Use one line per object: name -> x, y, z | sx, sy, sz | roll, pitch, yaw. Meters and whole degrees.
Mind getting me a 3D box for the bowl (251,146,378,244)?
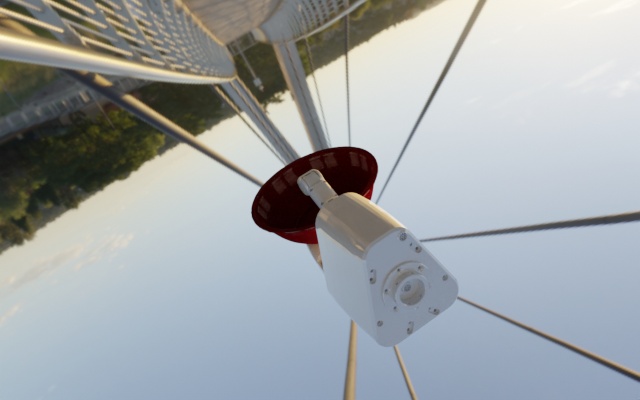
bowl -> 0.000, 0.002, 0.579 | 0.162, 0.055, 0.162 | -18, 33, 12
